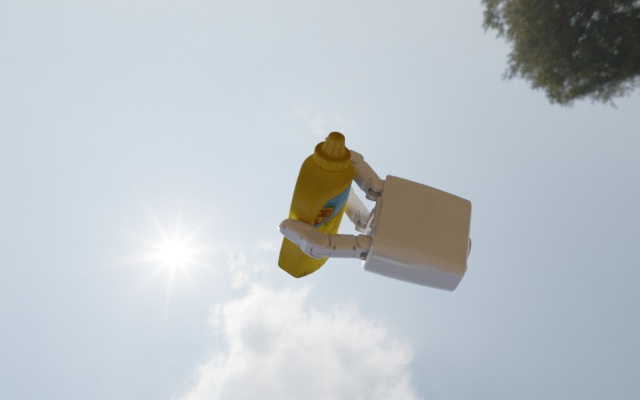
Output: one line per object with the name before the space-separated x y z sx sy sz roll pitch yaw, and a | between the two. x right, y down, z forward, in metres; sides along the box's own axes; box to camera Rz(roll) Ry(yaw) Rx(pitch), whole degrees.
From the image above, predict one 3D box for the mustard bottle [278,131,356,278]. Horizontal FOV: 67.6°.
mustard bottle | 0.000 0.002 0.565 0.058 0.192 0.096 32 44 19
